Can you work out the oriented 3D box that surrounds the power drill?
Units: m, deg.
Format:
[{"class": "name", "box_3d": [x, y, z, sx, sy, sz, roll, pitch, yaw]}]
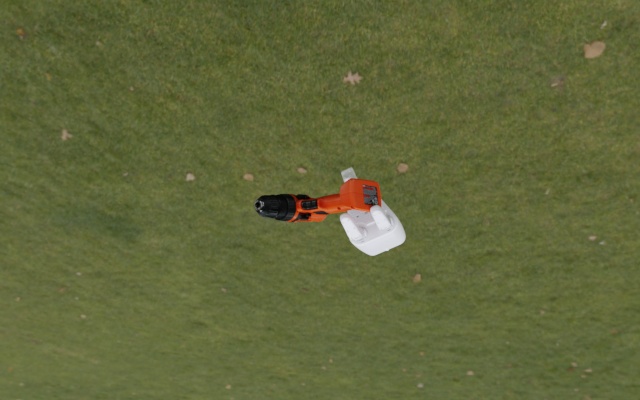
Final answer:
[{"class": "power drill", "box_3d": [0.001, 0.003, 0.862, 0.187, 0.057, 0.184, -9, -8, 37]}]
